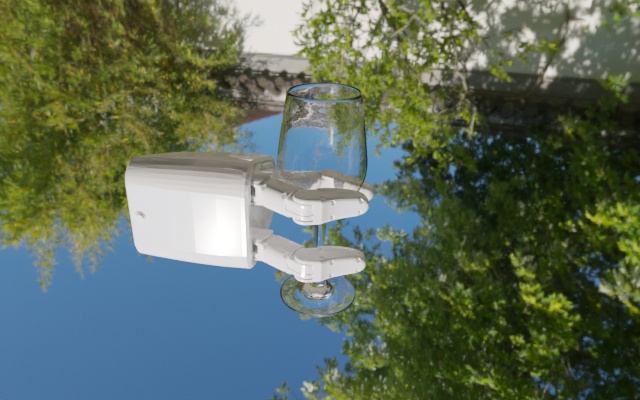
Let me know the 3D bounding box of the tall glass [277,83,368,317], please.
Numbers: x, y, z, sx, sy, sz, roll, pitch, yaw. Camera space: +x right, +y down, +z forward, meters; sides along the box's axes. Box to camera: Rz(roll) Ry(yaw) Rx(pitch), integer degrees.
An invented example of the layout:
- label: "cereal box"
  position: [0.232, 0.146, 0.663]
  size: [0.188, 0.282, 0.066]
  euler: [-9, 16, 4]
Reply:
- label: "tall glass"
  position: [0.000, 0.002, 0.428]
  size: [0.079, 0.201, 0.079]
  euler: [2, 26, -1]
